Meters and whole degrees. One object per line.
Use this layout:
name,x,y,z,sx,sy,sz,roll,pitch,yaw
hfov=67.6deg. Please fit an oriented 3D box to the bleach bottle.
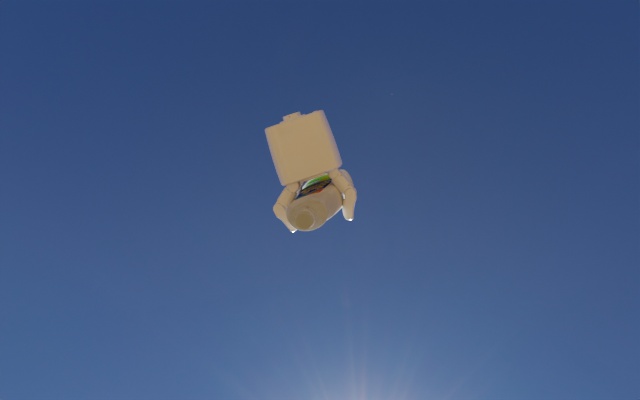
bleach bottle,0.000,0.003,0.867,0.102,0.068,0.250,-17,10,12
